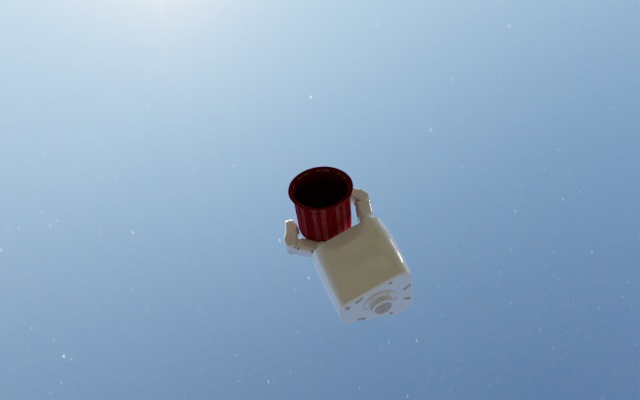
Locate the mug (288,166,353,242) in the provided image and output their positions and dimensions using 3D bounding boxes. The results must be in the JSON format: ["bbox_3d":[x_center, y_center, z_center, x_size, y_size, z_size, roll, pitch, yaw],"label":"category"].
[{"bbox_3d":[0.000,0.002,0.712,0.093,0.082,0.117,-17,45,-9],"label":"mug"}]
